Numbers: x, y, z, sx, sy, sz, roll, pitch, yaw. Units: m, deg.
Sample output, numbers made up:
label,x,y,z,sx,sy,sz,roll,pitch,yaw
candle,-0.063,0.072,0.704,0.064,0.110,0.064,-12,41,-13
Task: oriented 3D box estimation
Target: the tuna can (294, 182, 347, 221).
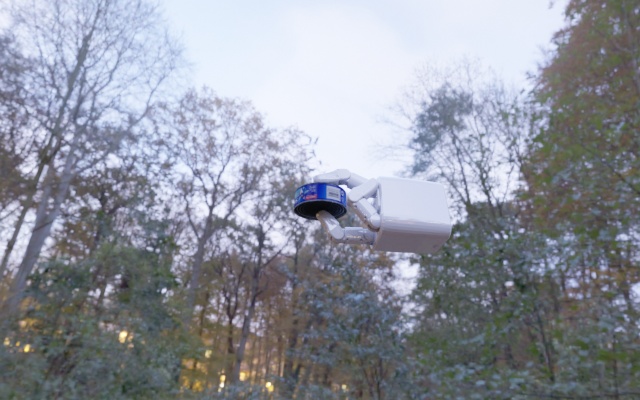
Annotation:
label,x,y,z,sx,sy,sz,roll,pitch,yaw
tuna can,0.000,0.002,0.774,0.086,0.033,0.086,1,-23,0
